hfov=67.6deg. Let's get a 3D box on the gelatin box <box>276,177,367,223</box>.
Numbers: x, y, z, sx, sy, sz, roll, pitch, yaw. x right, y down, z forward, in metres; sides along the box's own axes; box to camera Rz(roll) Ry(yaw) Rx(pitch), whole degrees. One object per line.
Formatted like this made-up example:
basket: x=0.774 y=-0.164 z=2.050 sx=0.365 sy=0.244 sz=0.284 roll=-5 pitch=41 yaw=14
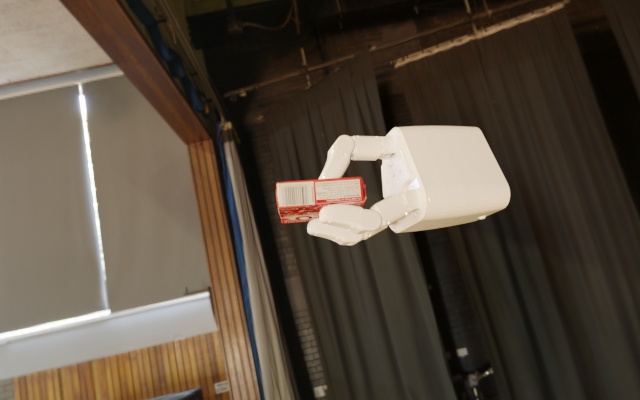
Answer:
gelatin box: x=0.000 y=0.001 z=0.504 sx=0.089 sy=0.030 sz=0.073 roll=-4 pitch=-14 yaw=-2
